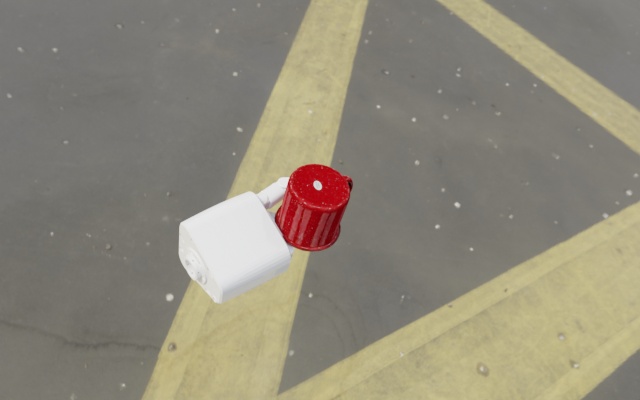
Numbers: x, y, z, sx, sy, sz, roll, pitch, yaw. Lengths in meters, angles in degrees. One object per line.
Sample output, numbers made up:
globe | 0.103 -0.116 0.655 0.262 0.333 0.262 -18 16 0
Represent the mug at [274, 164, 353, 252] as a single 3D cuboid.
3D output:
mug | 0.001 0.001 0.636 0.117 0.093 0.082 -26 -28 -33
